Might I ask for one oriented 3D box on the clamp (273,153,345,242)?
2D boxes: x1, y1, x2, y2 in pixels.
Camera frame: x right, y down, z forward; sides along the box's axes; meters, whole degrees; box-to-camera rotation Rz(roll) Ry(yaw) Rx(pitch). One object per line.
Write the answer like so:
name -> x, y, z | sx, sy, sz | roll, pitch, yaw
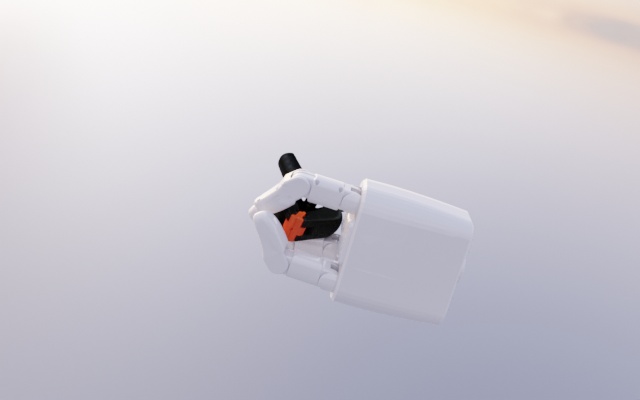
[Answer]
clamp -> 0.000, 0.001, 0.521 | 0.120, 0.039, 0.171 | 17, 26, -3
